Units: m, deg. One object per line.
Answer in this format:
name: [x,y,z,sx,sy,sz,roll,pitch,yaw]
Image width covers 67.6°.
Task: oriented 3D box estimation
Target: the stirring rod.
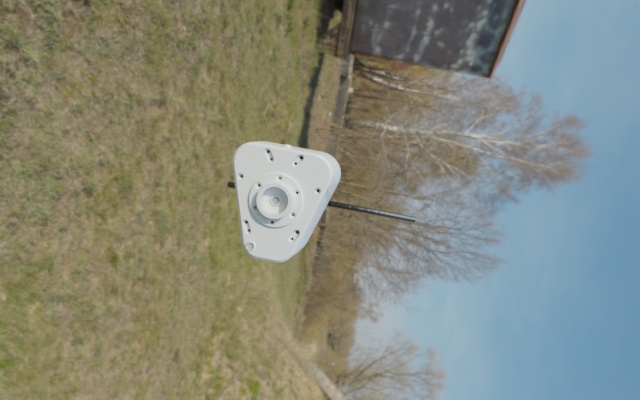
stirring rod: [0.000,0.002,0.604,0.239,0.011,0.011,11,1,3]
